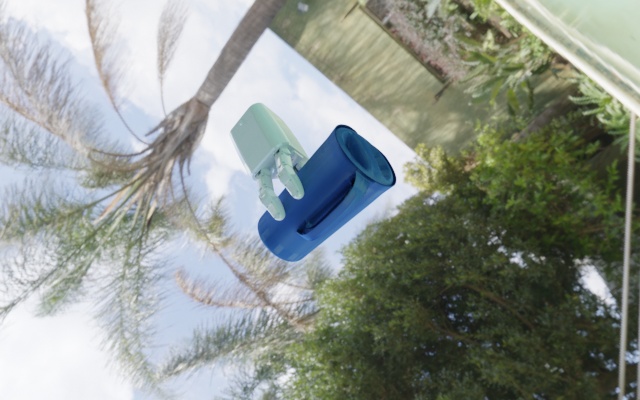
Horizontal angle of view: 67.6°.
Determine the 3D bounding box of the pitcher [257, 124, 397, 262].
[{"bbox_3d":[0.000,0.002,0.806,0.243,0.145,0.149,-45,-25,28],"label":"pitcher"}]
